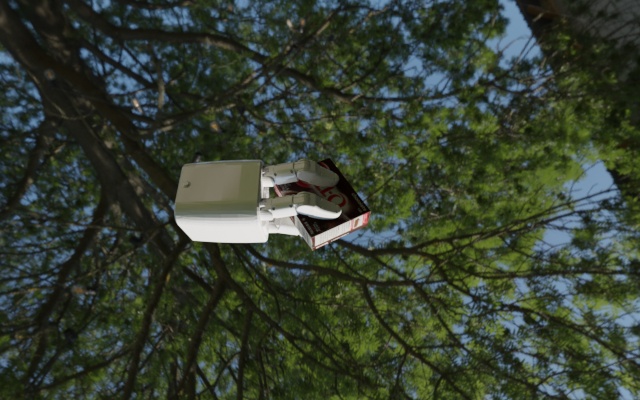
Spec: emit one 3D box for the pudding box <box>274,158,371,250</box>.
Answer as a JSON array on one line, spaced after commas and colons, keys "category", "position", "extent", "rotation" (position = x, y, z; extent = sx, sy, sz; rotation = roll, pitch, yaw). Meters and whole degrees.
[{"category": "pudding box", "position": [0.000, 0.002, 0.646], "extent": [0.090, 0.113, 0.039], "rotation": [-24, -32, -18]}]
